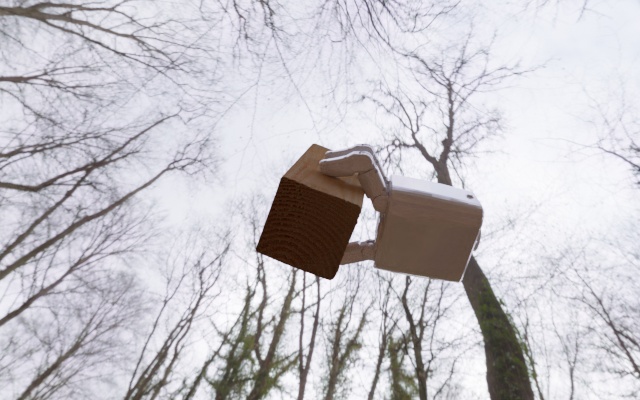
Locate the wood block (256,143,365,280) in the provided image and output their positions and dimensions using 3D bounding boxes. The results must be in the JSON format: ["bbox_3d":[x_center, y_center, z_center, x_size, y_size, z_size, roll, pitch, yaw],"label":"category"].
[{"bbox_3d":[0.000,0.002,0.583,0.090,0.091,0.206,21,18,2],"label":"wood block"}]
